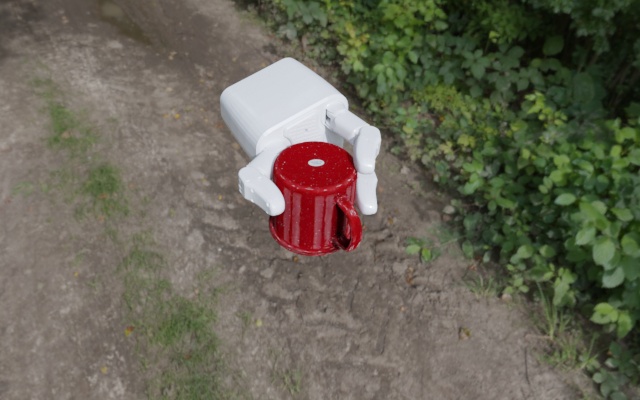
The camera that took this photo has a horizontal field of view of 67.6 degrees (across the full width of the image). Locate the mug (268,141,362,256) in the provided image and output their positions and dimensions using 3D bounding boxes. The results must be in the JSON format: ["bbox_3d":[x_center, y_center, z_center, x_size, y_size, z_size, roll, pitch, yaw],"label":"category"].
[{"bbox_3d":[0.001,0.002,0.472,0.093,0.082,0.117,-22,49,-26],"label":"mug"}]
